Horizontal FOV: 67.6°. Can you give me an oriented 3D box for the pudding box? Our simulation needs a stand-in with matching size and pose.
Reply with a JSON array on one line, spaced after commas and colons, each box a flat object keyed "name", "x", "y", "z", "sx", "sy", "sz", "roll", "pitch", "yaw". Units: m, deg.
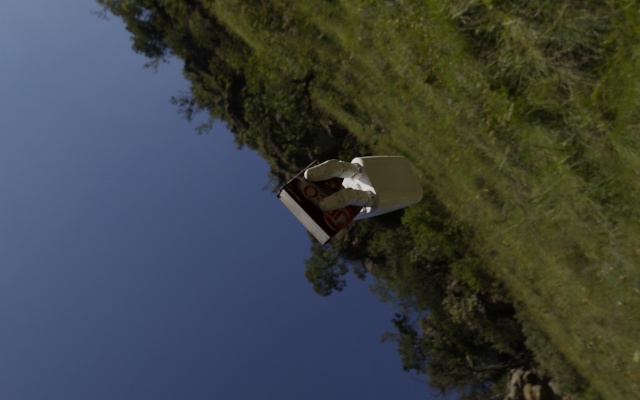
[{"name": "pudding box", "x": 0.000, "y": 0.003, "z": 0.766, "sx": 0.090, "sy": 0.113, "sz": 0.039, "roll": -42, "pitch": -7, "yaw": -37}]
